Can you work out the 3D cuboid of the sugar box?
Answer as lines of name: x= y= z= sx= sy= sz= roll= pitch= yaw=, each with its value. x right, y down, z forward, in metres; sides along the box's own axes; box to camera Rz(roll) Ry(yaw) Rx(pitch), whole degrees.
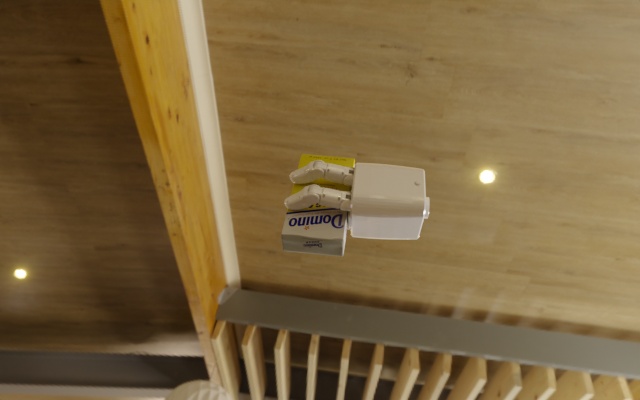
sugar box: x=0.000 y=0.002 z=0.746 sx=0.093 sy=0.048 sz=0.176 roll=4 pitch=45 yaw=6
